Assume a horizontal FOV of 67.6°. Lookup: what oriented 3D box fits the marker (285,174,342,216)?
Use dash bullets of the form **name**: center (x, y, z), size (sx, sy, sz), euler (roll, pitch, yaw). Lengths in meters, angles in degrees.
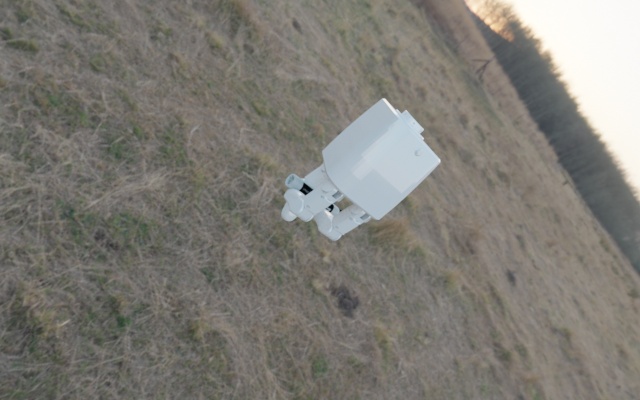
- **marker**: center (0.000, 0.002, 0.644), size (0.020, 0.020, 0.121), euler (0, -28, 47)
